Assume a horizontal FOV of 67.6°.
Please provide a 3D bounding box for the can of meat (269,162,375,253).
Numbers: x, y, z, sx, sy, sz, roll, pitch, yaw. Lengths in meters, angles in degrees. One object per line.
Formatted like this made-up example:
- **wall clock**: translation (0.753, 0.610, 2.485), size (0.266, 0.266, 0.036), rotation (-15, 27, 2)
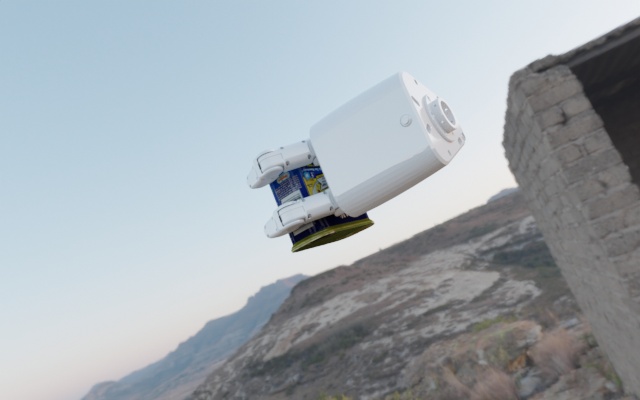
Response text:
- **can of meat**: translation (0.000, 0.001, 0.510), size (0.057, 0.084, 0.102), rotation (-30, -14, 38)
